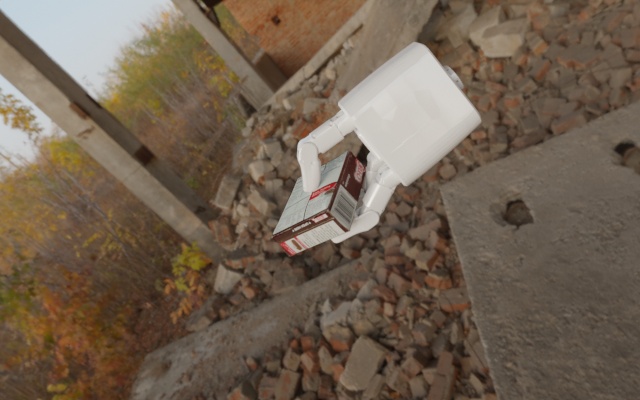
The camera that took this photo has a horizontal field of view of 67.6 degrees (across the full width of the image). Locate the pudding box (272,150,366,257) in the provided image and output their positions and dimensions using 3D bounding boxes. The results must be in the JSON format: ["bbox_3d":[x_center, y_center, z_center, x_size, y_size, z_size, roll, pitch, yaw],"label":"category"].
[{"bbox_3d":[0.000,0.002,0.553,0.090,0.039,0.113,-27,26,35],"label":"pudding box"}]
